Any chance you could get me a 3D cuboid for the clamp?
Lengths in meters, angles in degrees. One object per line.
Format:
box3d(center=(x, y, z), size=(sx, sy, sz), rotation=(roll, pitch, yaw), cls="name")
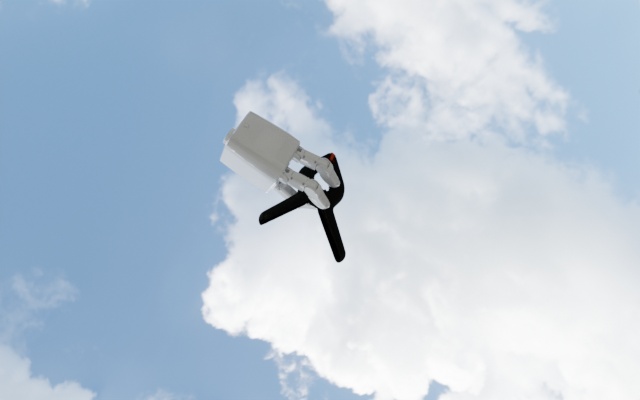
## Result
box3d(center=(0.000, 0.003, 0.863), size=(0.164, 0.210, 0.036), rotation=(34, -37, -9), cls="clamp")
